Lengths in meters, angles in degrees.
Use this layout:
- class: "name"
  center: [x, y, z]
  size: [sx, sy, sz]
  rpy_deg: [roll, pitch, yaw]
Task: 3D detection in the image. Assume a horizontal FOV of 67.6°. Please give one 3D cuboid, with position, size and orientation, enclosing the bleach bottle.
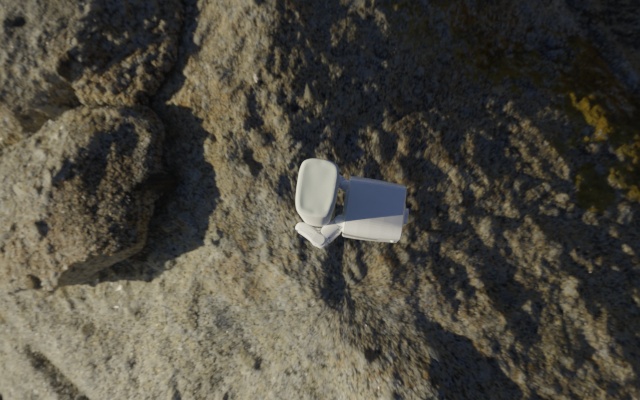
- class: "bleach bottle"
  center: [0.000, 0.003, 0.895]
  size: [0.068, 0.102, 0.251]
  rpy_deg: [8, -10, 4]
